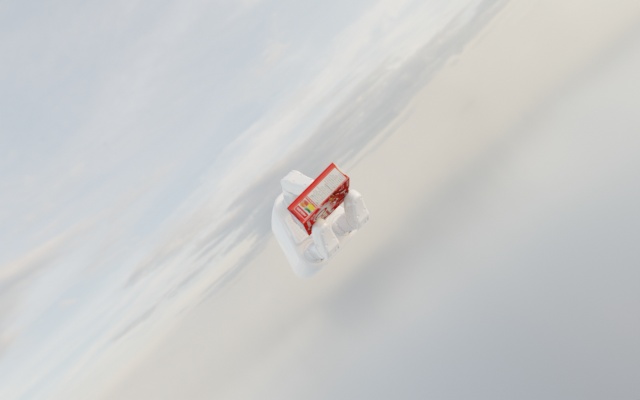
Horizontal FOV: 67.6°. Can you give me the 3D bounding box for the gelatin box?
[{"bbox_3d":[0.000,0.001,0.559,0.030,0.073,0.089,44,-8,11],"label":"gelatin box"}]
